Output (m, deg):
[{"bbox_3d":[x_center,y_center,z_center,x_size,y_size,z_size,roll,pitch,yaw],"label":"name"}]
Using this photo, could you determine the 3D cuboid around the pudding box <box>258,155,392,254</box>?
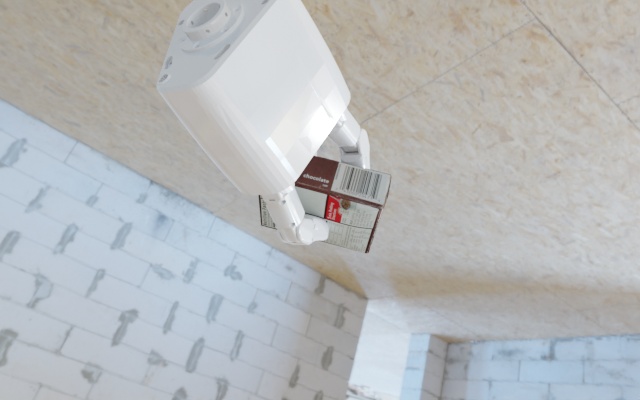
[{"bbox_3d":[0.000,0.002,0.436,0.113,0.039,0.090,16,-31,6],"label":"pudding box"}]
